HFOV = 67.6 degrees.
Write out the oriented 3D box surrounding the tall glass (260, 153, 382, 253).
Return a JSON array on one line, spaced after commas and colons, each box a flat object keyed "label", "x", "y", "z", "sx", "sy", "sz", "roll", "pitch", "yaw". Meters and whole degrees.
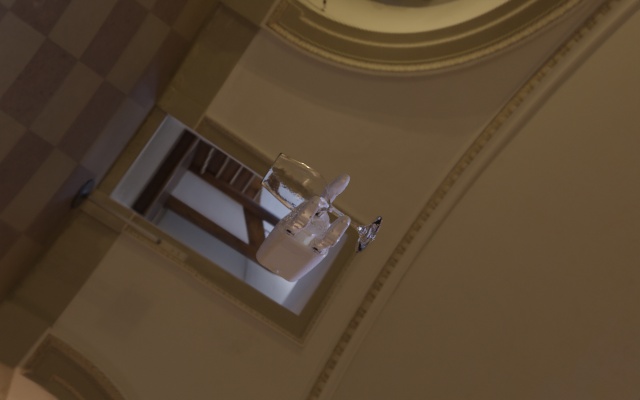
[{"label": "tall glass", "x": 0.001, "y": 0.003, "z": 0.791, "sx": 0.201, "sy": 0.079, "sz": 0.079, "roll": 34, "pitch": -6, "yaw": -9}]
